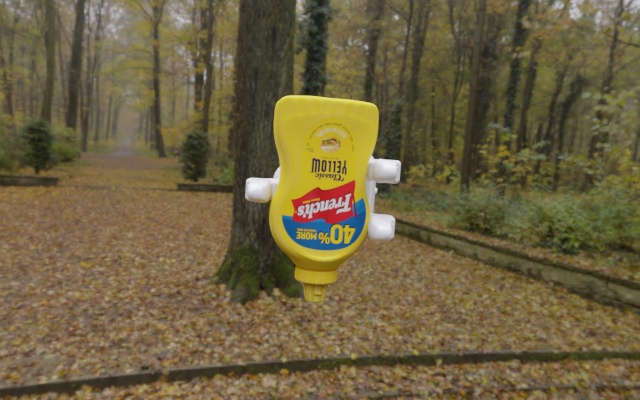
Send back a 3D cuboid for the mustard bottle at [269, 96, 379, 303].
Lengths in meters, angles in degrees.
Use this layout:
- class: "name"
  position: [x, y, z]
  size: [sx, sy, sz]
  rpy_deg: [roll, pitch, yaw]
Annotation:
- class: "mustard bottle"
  position: [0.000, 0.001, 0.455]
  size: [0.096, 0.191, 0.058]
  rpy_deg: [3, 5, -14]
